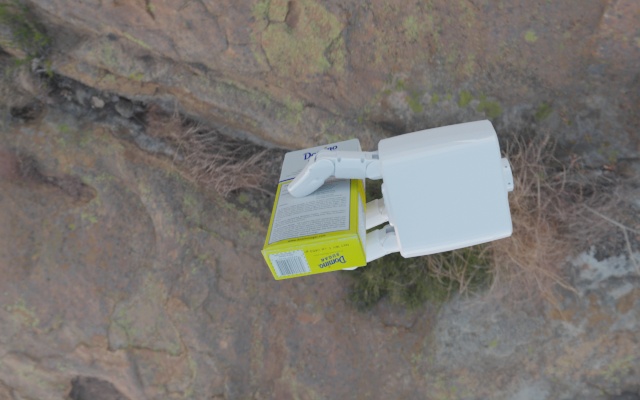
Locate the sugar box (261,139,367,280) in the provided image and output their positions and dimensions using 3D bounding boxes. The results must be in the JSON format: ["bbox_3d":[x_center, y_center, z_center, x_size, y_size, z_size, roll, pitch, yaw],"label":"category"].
[{"bbox_3d":[0.000,0.002,0.506,0.093,0.048,0.176,-10,32,13],"label":"sugar box"}]
